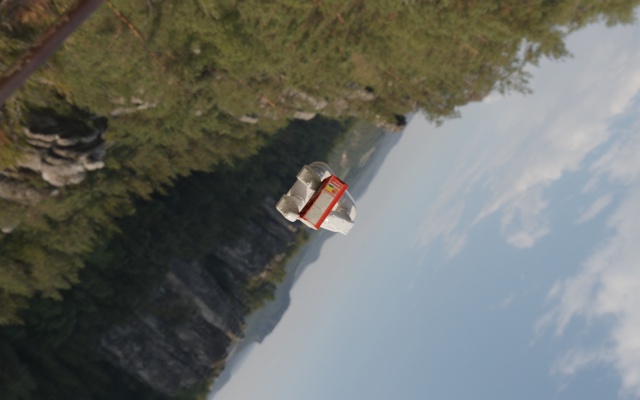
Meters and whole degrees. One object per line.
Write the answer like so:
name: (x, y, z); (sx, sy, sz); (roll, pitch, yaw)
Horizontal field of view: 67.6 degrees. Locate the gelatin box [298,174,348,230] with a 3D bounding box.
gelatin box: (0.001, 0.002, 0.672); (0.030, 0.073, 0.089); (36, -5, -6)
